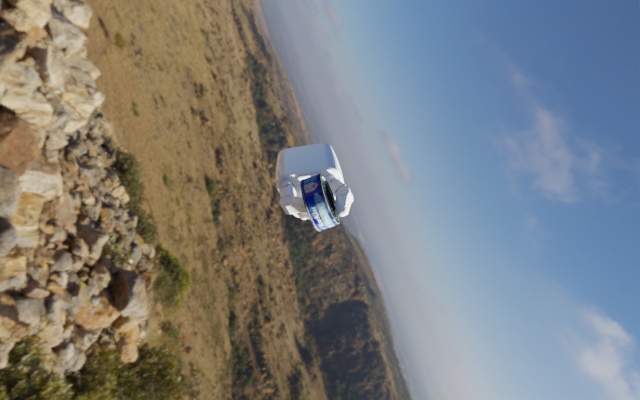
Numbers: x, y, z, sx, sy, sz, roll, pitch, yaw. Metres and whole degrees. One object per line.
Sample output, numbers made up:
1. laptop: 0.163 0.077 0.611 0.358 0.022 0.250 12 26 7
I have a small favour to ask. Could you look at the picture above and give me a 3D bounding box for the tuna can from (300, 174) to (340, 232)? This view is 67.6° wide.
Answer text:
1. tuna can: 0.001 0.002 0.741 0.034 0.086 0.086 -19 -4 10
